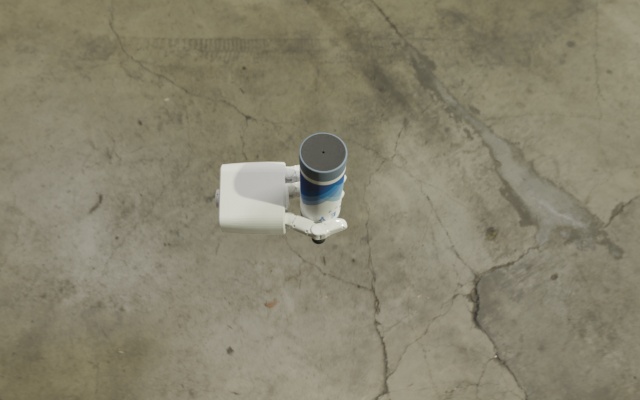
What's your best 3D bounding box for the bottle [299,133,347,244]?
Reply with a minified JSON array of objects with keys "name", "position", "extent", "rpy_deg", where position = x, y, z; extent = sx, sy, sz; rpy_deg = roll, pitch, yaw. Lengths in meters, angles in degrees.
[{"name":"bottle","position":[0.000,0.002,0.782],"extent":[0.069,0.069,0.296],"rpy_deg":[0,-28,-2]}]
